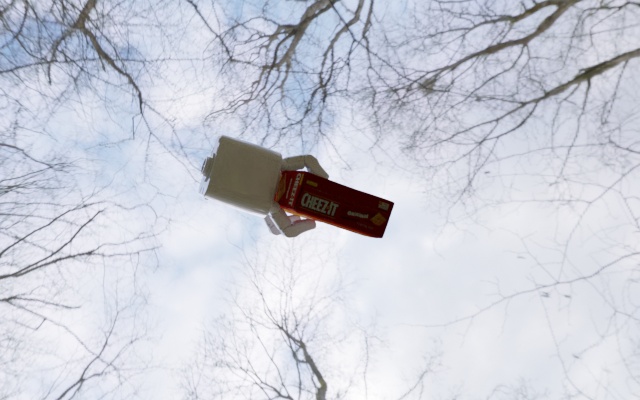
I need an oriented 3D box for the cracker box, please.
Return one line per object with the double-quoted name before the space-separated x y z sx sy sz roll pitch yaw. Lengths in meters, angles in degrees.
"cracker box" 0.000 0.003 0.831 0.164 0.072 0.213 18 -2 -22
